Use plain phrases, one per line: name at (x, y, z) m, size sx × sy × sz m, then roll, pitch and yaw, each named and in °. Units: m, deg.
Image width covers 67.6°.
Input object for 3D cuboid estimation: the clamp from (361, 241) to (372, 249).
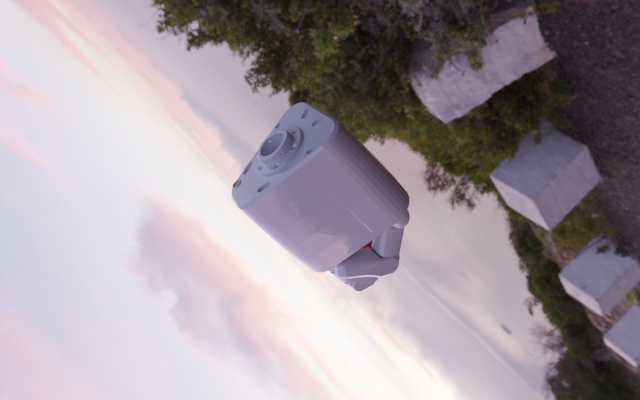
clamp at (0.000, 0.002, 0.527) m, size 0.120 × 0.039 × 0.171 m, roll 42°, pitch 1°, yaw -35°
